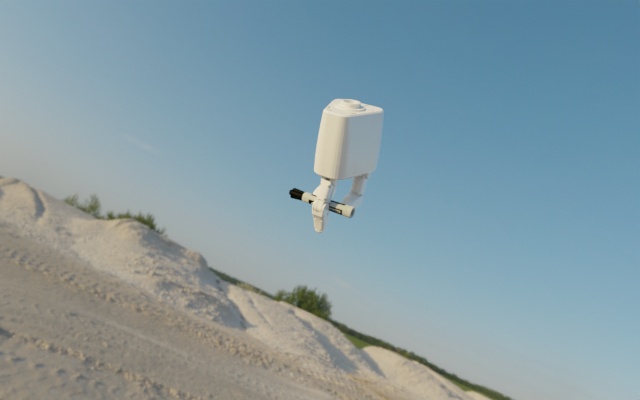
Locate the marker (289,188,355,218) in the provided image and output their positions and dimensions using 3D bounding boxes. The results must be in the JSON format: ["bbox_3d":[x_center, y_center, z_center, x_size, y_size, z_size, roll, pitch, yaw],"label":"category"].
[{"bbox_3d":[0.000,0.003,0.799,0.121,0.020,0.020,19,8,24],"label":"marker"}]
